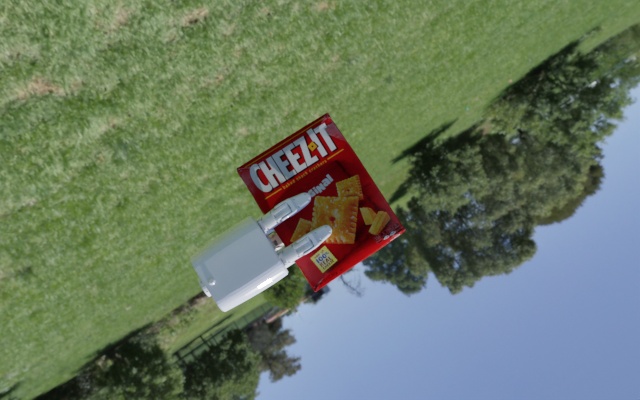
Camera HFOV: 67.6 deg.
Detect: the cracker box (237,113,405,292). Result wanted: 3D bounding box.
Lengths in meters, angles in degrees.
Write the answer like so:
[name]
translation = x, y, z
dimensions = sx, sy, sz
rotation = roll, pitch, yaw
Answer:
[cracker box]
translation = 0.000, 0.003, 0.718
dimensions = 0.164, 0.213, 0.072
rotation = -33, -2, -6
